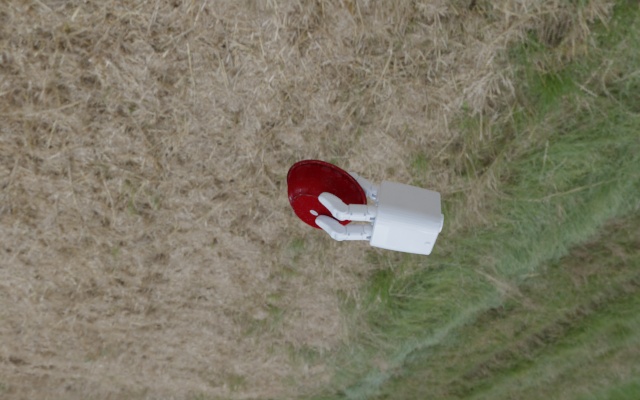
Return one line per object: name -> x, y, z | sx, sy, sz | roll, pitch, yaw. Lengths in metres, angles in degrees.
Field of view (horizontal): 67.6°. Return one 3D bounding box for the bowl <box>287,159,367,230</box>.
bowl -> -0.001, 0.003, 0.869 | 0.162, 0.055, 0.162 | 19, -37, 15
